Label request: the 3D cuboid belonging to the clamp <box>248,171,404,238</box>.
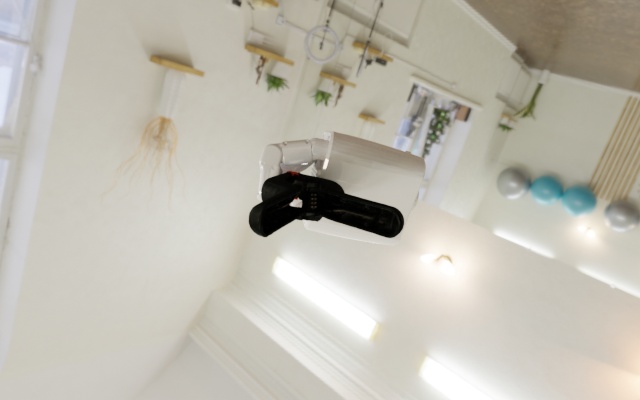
[{"bbox_3d":[0.000,0.002,0.426,0.120,0.039,0.171,9,14,-8],"label":"clamp"}]
